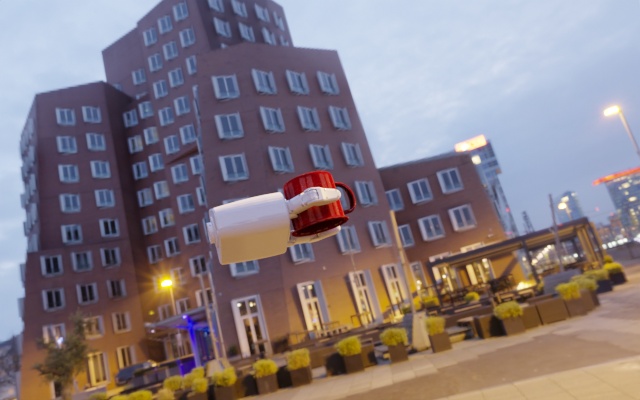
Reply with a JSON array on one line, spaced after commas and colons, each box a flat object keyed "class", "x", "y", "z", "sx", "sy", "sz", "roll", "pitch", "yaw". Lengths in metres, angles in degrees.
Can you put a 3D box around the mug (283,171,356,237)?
[{"class": "mug", "x": 0.001, "y": 0.002, "z": 0.759, "sx": 0.117, "sy": 0.081, "sz": 0.093, "roll": -12, "pitch": -14, "yaw": -19}]
